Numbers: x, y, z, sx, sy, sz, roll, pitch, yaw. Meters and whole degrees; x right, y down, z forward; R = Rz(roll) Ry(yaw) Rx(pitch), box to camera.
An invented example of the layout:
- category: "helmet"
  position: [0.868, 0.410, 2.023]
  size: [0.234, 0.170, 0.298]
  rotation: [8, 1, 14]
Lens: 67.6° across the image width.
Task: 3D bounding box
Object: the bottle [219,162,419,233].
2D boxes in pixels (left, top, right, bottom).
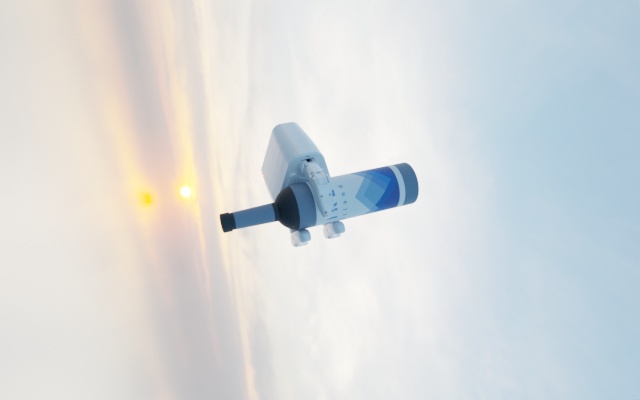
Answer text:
- category: "bottle"
  position: [0.000, 0.002, 0.704]
  size: [0.295, 0.069, 0.069]
  rotation: [-12, 4, -17]
